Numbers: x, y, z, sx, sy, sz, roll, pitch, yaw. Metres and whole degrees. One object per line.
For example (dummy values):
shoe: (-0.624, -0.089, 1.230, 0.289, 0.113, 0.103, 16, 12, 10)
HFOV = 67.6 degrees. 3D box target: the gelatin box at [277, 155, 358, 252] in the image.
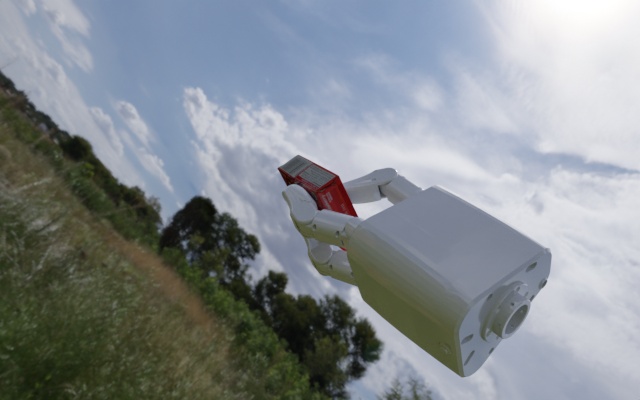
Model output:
gelatin box: (0.000, 0.001, 0.464, 0.030, 0.073, 0.089, -35, 31, -14)
